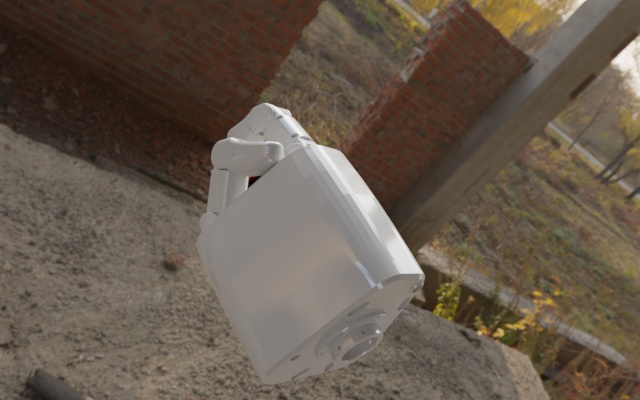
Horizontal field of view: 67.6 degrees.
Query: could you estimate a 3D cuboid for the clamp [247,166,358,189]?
[{"bbox_3d":[0.000,0.001,0.422,0.171,0.039,0.120,9,38,-47],"label":"clamp"}]
